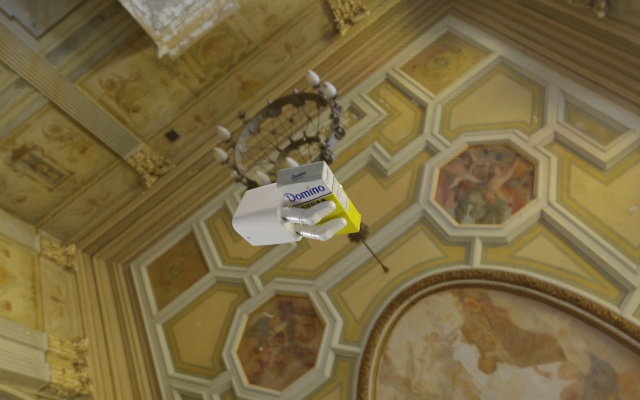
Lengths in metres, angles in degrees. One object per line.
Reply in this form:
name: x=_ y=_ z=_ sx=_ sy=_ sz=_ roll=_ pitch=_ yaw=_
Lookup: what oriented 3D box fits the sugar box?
sugar box: x=0.000 y=0.003 z=0.880 sx=0.093 sy=0.048 sz=0.176 roll=-10 pitch=-36 yaw=24
